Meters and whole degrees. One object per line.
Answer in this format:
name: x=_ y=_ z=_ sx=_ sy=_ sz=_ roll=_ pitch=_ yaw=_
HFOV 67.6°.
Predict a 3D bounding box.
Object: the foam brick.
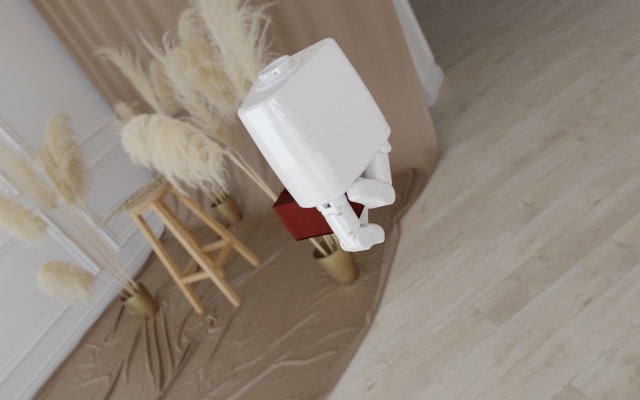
foam brick: x=0.000 y=0.002 z=0.496 sx=0.078 sy=0.051 sz=0.053 roll=-15 pitch=33 yaw=36
